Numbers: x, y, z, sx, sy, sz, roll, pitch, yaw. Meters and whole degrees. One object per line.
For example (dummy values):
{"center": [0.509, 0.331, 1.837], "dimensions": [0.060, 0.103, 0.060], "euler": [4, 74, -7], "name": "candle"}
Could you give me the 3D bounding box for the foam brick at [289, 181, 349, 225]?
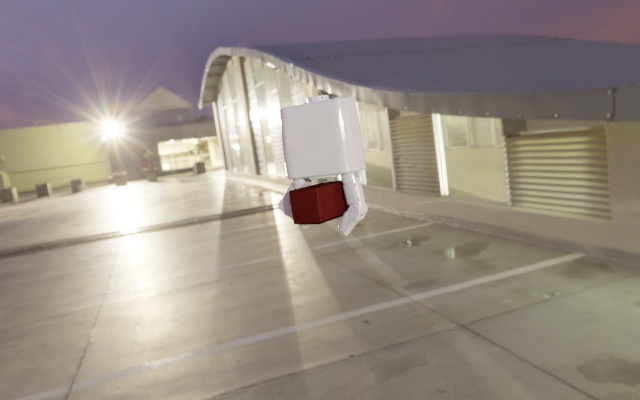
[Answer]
{"center": [0.000, 0.002, 0.700], "dimensions": [0.053, 0.051, 0.078], "euler": [-3, 9, 39], "name": "foam brick"}
